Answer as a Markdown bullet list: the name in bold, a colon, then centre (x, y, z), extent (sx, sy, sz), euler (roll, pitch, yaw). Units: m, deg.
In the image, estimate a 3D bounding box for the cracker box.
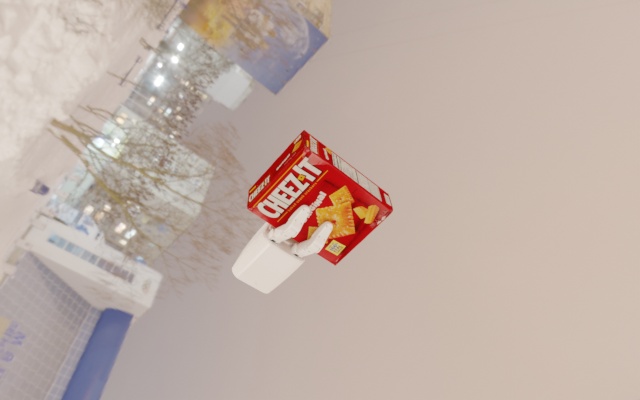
- **cracker box**: centre (0.000, 0.003, 0.870), extent (0.214, 0.164, 0.072), euler (35, 24, -24)
